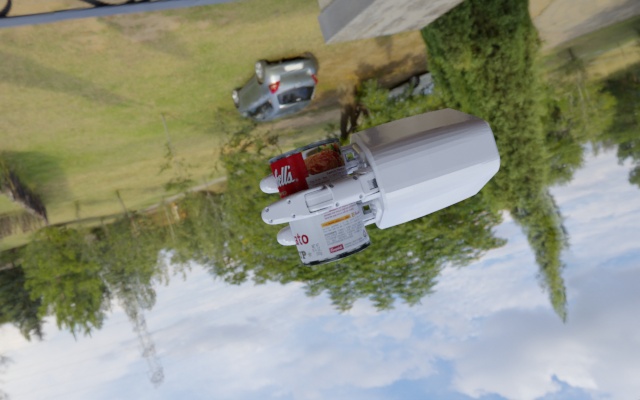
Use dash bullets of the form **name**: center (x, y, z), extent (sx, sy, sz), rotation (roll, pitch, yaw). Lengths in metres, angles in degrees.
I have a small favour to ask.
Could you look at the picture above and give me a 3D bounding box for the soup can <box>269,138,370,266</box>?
- **soup can**: center (0.000, 0.002, 0.440), extent (0.068, 0.102, 0.068), rotation (-18, 2, 1)
